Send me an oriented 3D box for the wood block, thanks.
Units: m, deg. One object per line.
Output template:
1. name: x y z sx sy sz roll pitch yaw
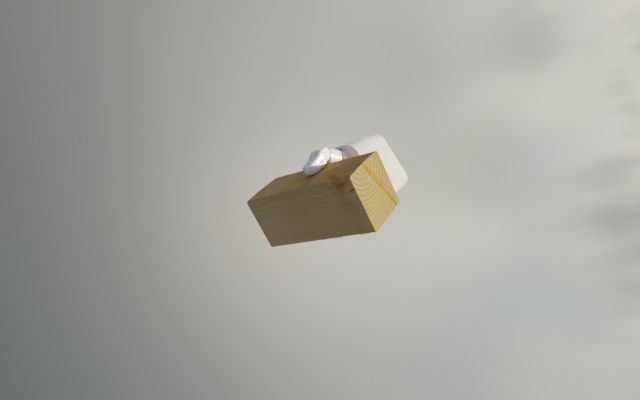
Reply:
1. wood block: 0.000 0.002 0.733 0.206 0.091 0.090 -12 22 39
